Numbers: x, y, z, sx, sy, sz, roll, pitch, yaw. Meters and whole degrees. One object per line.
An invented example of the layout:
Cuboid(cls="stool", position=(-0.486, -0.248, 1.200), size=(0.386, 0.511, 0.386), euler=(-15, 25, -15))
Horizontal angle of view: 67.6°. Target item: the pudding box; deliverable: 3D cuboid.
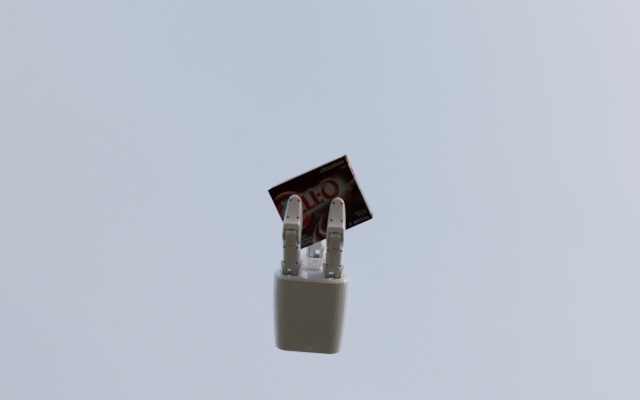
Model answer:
Cuboid(cls="pudding box", position=(0.000, 0.002, 0.627), size=(0.113, 0.090, 0.039), euler=(-24, 9, 7))
